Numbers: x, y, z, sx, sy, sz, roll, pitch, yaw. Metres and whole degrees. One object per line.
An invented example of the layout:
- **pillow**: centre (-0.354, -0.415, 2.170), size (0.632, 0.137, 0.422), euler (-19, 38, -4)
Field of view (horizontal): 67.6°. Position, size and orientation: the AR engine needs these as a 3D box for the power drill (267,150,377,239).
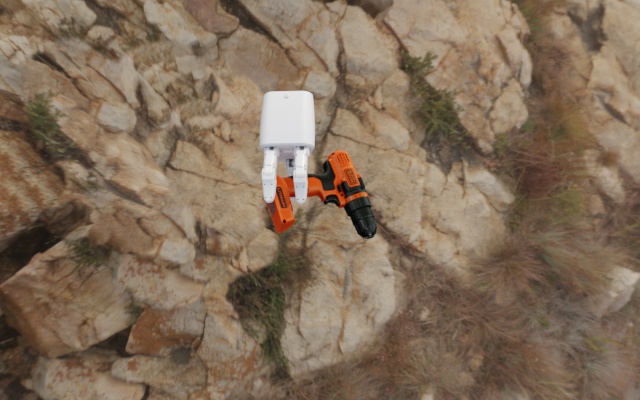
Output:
- **power drill**: centre (0.000, 0.003, 0.890), size (0.187, 0.184, 0.057), euler (-13, -22, -22)
